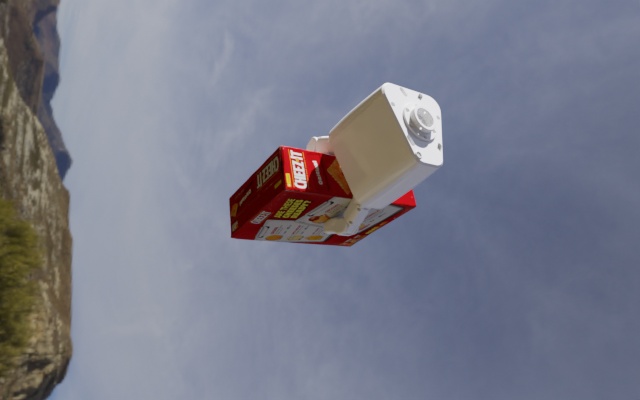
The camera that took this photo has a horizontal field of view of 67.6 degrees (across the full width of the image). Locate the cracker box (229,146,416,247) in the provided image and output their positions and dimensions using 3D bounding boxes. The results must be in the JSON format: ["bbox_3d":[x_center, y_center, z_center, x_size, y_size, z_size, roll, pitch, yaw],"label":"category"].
[{"bbox_3d":[0.000,0.002,0.680,0.214,0.072,0.164,8,-29,-33],"label":"cracker box"}]
